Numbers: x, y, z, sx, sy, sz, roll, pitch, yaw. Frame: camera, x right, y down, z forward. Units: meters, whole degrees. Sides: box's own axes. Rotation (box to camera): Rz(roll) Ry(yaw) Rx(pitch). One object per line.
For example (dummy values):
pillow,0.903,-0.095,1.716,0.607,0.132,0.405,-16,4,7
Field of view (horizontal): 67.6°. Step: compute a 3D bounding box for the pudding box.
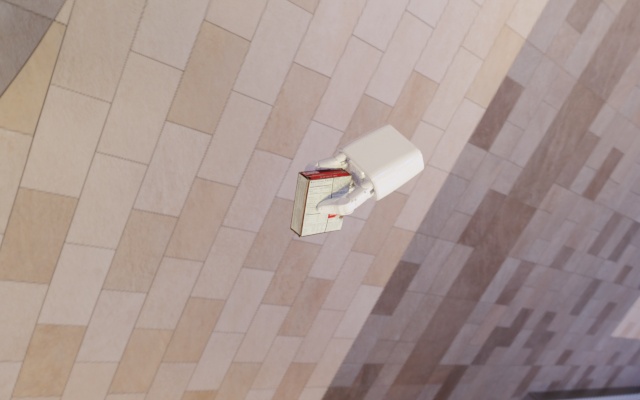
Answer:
pudding box,0.000,0.003,0.824,0.090,0.113,0.039,-7,28,-33
